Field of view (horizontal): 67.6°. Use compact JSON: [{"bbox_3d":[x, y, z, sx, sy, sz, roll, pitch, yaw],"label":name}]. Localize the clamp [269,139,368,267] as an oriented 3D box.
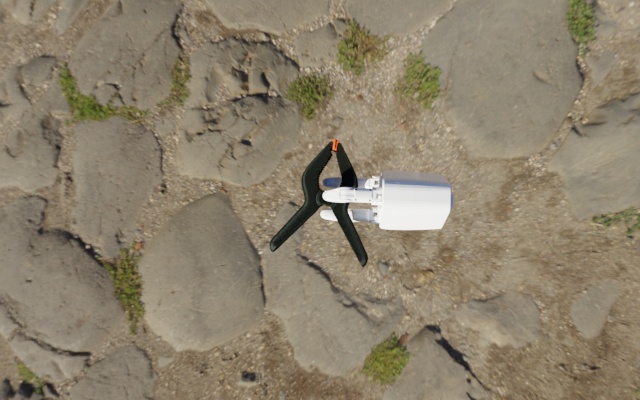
[{"bbox_3d":[0.000,0.002,0.798,0.164,0.210,0.036,2,-4,3],"label":"clamp"}]
